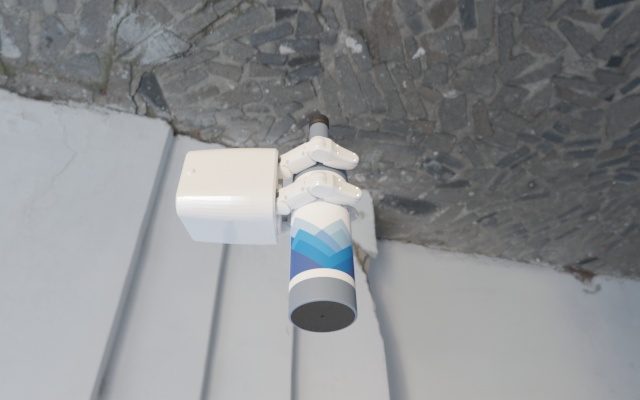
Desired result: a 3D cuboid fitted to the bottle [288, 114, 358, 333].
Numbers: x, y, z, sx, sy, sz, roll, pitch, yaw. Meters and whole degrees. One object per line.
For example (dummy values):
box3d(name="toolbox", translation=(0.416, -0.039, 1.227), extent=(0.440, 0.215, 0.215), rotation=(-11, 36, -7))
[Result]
box3d(name="bottle", translation=(0.000, 0.002, 0.553), extent=(0.069, 0.295, 0.069), rotation=(-1, -42, -1))
